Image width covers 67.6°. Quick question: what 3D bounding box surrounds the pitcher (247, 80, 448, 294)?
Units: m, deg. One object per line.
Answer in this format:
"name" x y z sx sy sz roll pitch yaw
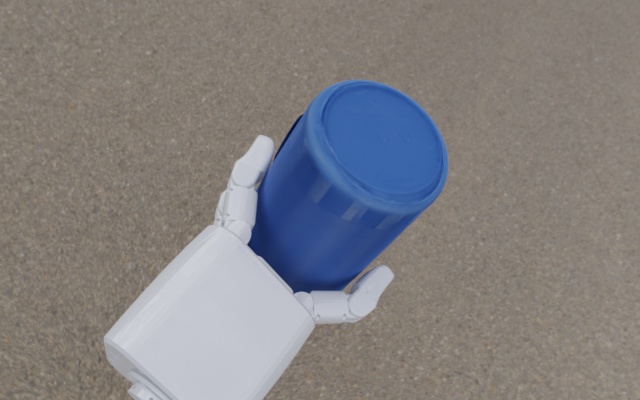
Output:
"pitcher" 0.000 0.002 0.421 0.145 0.149 0.243 -48 -3 -34
